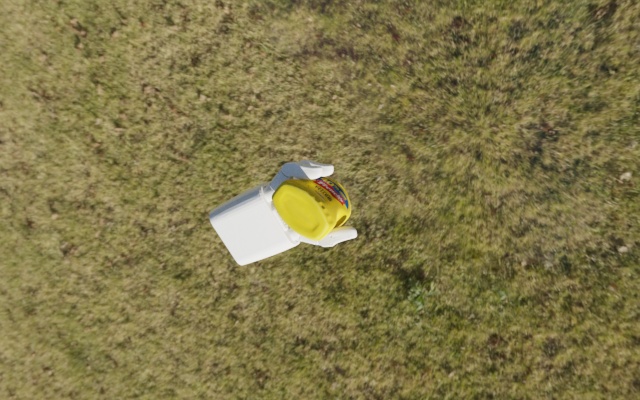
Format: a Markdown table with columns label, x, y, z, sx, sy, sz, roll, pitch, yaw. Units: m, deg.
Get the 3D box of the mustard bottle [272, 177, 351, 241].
| label | x | y | z | sx | sy | sz | roll | pitch | yaw |
| --- | --- | --- | --- | --- | --- | --- | --- | --- | --- |
| mustard bottle | 0.000 | 0.002 | 0.749 | 0.096 | 0.058 | 0.191 | 42 | 18 | 8 |
